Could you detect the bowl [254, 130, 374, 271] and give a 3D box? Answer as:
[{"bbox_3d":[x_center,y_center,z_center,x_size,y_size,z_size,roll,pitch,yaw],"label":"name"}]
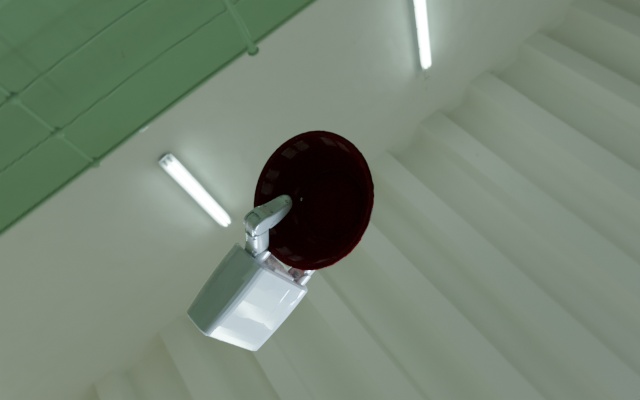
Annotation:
[{"bbox_3d":[0.001,0.001,0.566,0.162,0.162,0.055,0,-7,32],"label":"bowl"}]
